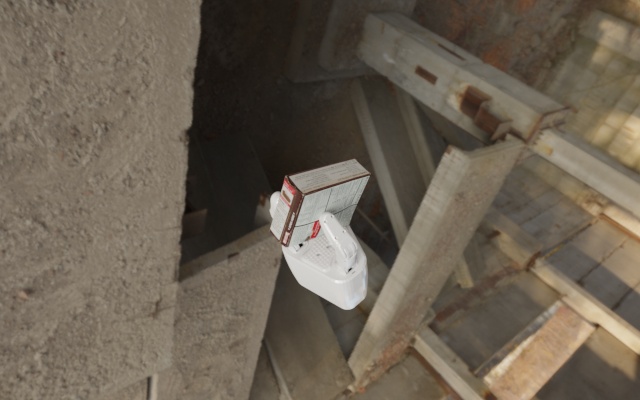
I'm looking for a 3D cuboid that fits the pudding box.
[{"bbox_3d":[0.000,0.002,0.582,0.113,0.090,0.039,-19,52,-39],"label":"pudding box"}]
